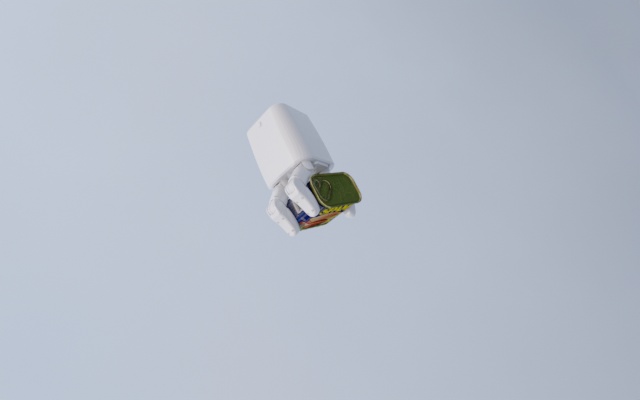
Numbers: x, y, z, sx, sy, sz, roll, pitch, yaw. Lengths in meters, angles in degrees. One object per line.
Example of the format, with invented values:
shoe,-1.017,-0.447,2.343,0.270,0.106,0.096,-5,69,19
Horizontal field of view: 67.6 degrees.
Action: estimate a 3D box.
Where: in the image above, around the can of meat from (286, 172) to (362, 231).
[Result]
can of meat,0.000,0.003,0.750,0.102,0.057,0.084,-9,-23,-49
